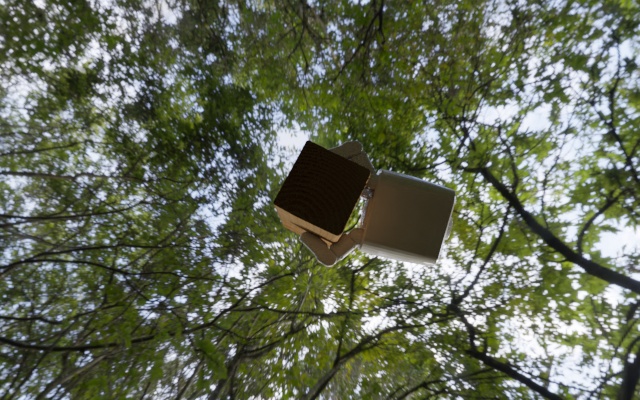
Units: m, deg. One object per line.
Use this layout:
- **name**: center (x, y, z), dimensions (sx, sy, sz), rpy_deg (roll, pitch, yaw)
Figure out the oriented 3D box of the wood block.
- **wood block**: center (0.000, 0.003, 0.660), dimensions (0.090, 0.091, 0.206), rpy_deg (26, -10, 3)
